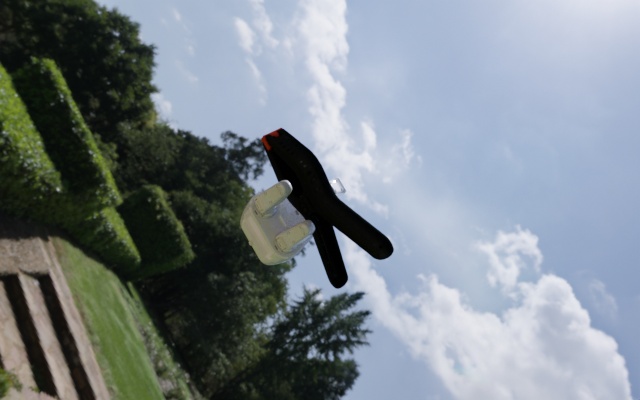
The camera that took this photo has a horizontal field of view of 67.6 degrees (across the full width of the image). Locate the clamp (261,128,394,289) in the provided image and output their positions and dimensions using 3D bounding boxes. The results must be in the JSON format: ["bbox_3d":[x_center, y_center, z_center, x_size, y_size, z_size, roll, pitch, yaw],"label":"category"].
[{"bbox_3d":[0.000,0.001,0.555,0.036,0.210,0.164,-29,-4,-25],"label":"clamp"}]
